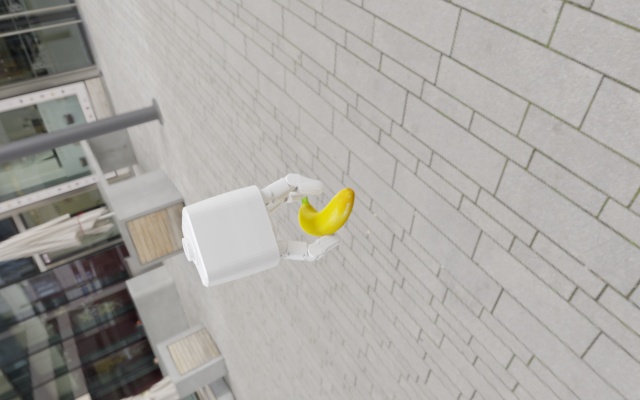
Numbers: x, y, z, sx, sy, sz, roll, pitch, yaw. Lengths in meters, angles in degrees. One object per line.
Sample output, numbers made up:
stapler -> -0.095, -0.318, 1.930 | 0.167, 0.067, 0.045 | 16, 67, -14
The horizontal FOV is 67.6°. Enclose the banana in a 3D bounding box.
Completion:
banana -> 0.002, 0.021, 0.713 | 0.037, 0.069, 0.198 | -12, 3, -23
